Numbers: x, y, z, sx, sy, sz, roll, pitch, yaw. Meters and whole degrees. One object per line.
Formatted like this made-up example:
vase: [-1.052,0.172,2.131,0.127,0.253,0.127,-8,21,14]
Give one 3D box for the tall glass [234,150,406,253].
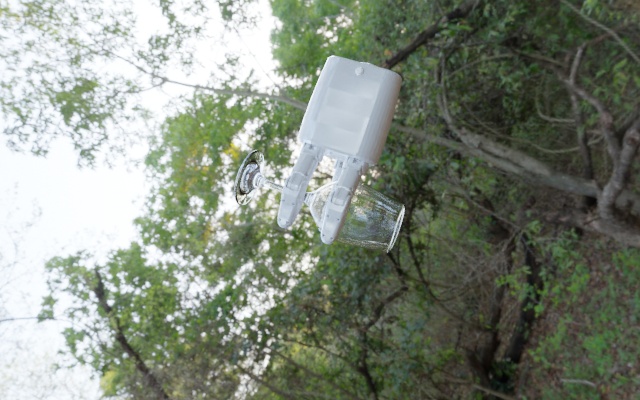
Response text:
tall glass: [-0.001,0.002,0.589,0.201,0.079,0.079,19,5,13]
